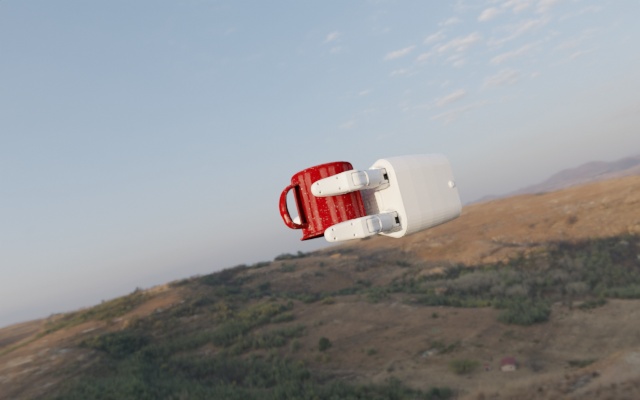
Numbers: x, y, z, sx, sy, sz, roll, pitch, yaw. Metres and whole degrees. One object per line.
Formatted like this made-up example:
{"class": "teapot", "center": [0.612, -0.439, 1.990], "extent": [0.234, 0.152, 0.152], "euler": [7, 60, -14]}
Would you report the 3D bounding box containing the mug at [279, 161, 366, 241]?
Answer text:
{"class": "mug", "center": [-0.001, 0.002, 0.591], "extent": [0.117, 0.081, 0.093], "euler": [-10, -8, -33]}
